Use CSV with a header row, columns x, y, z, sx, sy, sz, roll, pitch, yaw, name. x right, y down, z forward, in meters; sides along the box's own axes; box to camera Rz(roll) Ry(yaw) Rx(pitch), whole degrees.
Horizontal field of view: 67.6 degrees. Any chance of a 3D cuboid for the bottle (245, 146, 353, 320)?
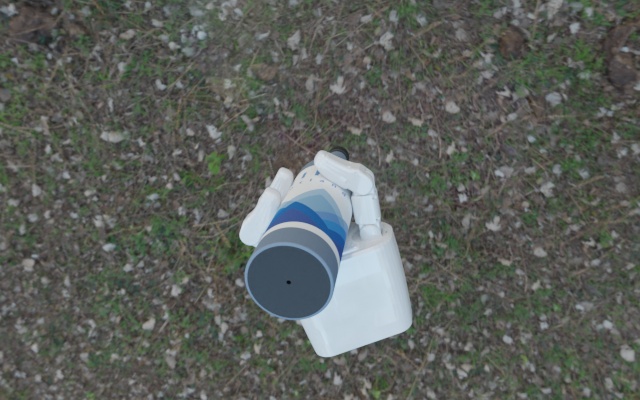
x,y,z,sx,sy,sz,roll,pitch,yaw,name
0.000,0.002,0.477,0.069,0.069,0.295,0,23,10,bottle
